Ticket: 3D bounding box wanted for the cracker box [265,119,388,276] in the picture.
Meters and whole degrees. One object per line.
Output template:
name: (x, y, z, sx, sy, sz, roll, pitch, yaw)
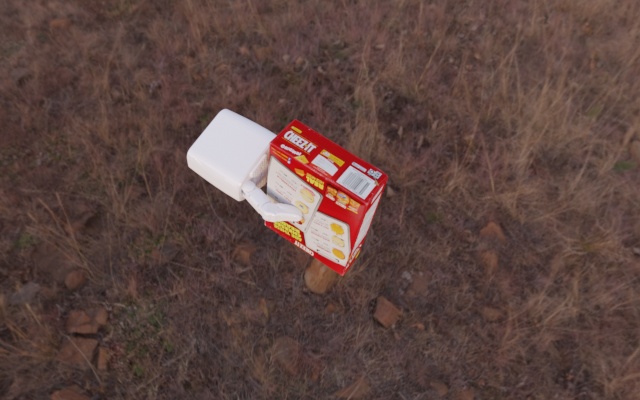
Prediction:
cracker box: (0.000, 0.002, 0.734, 0.164, 0.072, 0.214, 32, -32, 14)
